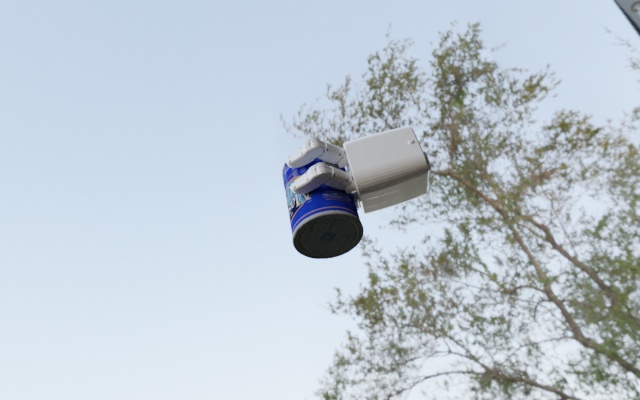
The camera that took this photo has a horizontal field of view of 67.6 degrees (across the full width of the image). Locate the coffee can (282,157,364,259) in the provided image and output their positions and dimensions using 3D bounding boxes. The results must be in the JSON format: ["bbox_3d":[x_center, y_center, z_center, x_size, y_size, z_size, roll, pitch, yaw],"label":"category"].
[{"bbox_3d":[0.000,0.003,0.722,0.103,0.140,0.103,-7,-42,-6],"label":"coffee can"}]
